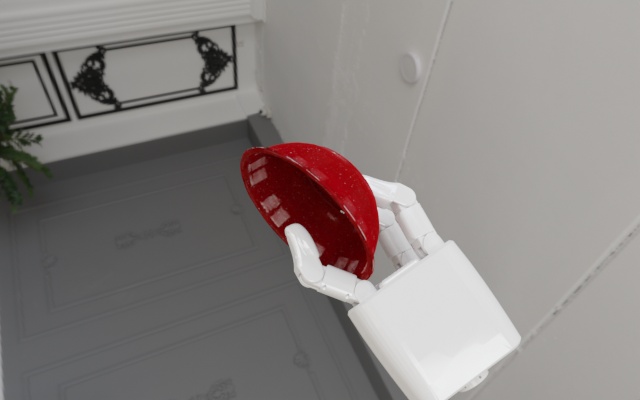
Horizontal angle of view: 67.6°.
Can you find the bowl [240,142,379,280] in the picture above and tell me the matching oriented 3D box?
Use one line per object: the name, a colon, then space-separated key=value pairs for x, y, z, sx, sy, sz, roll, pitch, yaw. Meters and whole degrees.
bowl: x=-0.001 y=0.000 z=0.449 sx=0.055 sy=0.162 sz=0.162 roll=-45 pitch=23 yaw=-25
